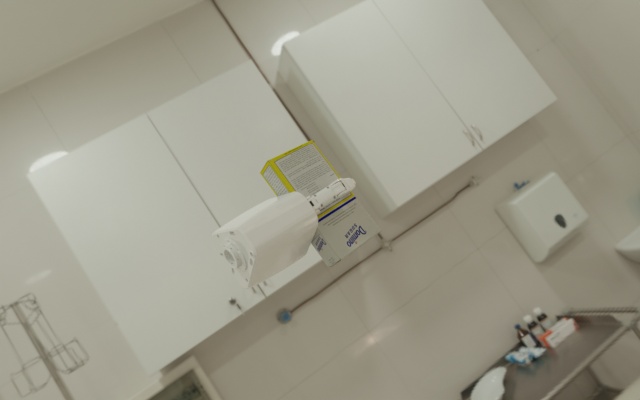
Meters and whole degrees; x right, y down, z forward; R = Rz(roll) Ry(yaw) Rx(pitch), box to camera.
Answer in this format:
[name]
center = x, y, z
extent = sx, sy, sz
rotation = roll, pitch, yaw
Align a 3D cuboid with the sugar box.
[sugar box]
center = 0.000, 0.003, 0.706
extent = 0.093, 0.176, 0.048
rotation = -30, -7, -35
